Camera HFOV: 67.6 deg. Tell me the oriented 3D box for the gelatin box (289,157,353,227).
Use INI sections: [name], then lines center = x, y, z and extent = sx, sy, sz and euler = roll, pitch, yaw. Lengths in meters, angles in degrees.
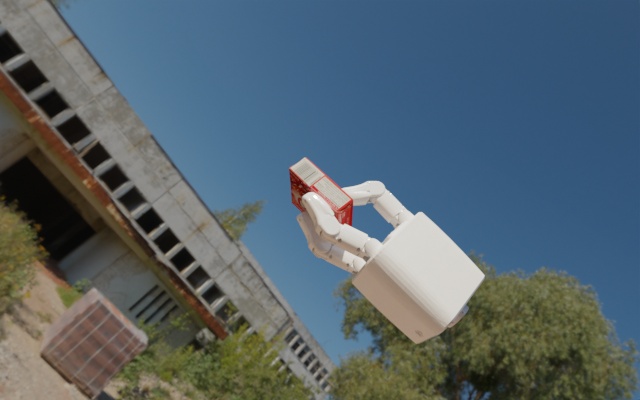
[gelatin box]
center = 0.000, 0.001, 0.582
extent = 0.030, 0.089, 0.073
euler = -36, -27, -22
